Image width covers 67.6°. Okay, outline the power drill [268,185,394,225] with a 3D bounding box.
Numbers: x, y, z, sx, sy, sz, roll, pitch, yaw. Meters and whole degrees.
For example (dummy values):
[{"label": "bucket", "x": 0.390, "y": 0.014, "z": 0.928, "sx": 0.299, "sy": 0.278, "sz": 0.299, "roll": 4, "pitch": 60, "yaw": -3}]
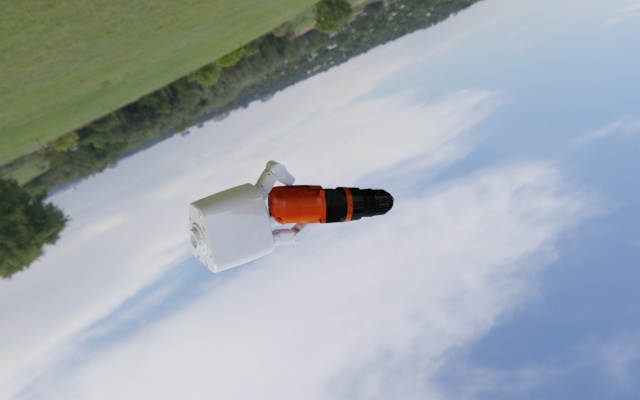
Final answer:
[{"label": "power drill", "x": 0.000, "y": 0.003, "z": 0.759, "sx": 0.184, "sy": 0.057, "sz": 0.187, "roll": -2, "pitch": 2, "yaw": -18}]
